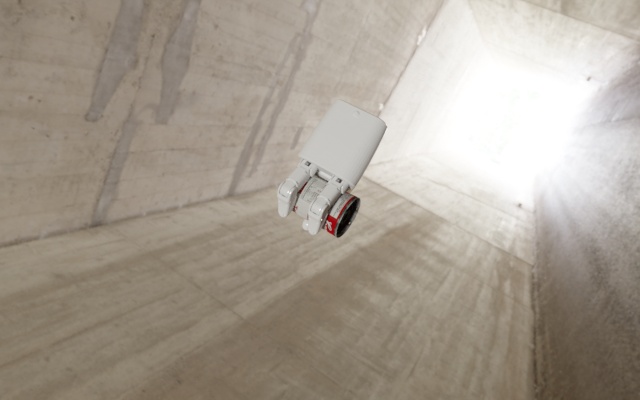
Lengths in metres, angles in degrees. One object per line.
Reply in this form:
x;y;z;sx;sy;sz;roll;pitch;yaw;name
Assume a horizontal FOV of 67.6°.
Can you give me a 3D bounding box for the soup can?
0.000;0.003;0.723;0.102;0.068;0.068;30;10;18;soup can
